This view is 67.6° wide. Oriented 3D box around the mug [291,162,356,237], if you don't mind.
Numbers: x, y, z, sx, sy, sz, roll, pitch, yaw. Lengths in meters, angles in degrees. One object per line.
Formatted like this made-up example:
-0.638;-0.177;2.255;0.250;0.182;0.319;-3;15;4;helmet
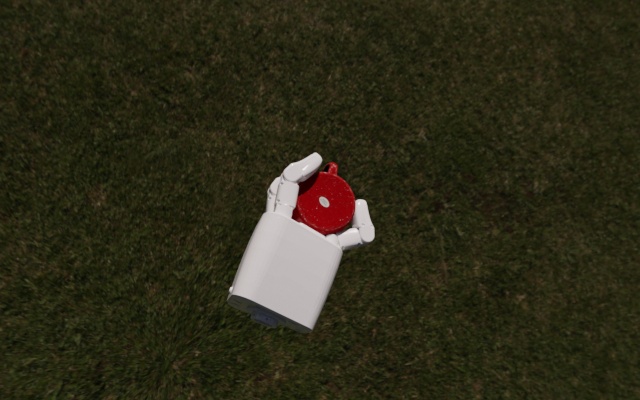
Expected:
0.001;0.001;0.637;0.093;0.117;0.081;24;-23;-9;mug
